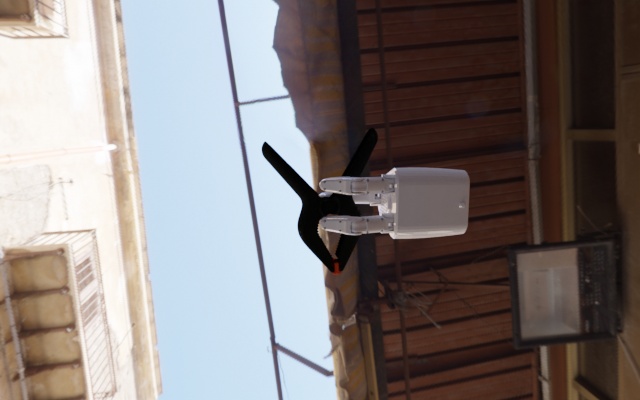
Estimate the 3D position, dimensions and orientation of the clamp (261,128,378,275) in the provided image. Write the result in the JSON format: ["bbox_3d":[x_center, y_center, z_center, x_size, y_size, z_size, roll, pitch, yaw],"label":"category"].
[{"bbox_3d":[0.000,0.003,0.683,0.164,0.210,0.036,-1,9,-7],"label":"clamp"}]
